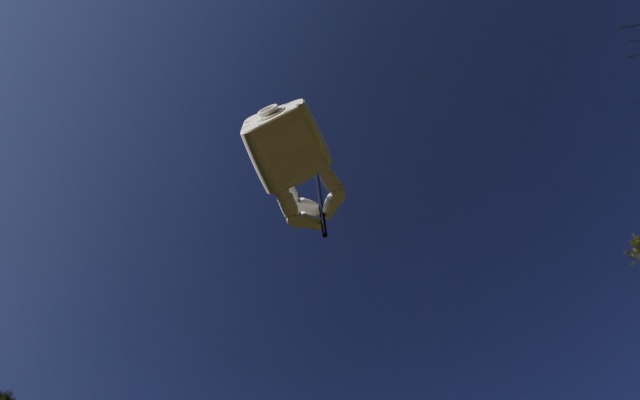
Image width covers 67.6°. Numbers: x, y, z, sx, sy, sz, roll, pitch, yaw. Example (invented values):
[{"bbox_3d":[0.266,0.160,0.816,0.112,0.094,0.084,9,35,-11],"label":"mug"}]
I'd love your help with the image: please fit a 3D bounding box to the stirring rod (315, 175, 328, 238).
[{"bbox_3d":[0.000,0.003,0.822,0.011,0.011,0.239,0,24,-3],"label":"stirring rod"}]
